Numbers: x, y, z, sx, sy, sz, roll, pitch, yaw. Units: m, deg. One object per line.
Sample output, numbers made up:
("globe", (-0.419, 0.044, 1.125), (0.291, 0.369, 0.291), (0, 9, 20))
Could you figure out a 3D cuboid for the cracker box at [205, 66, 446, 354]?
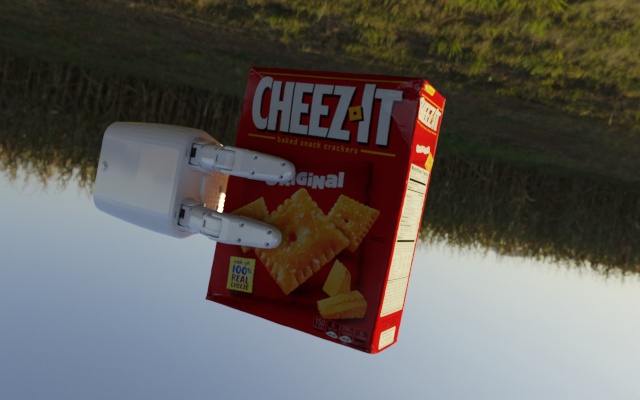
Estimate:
("cracker box", (0.000, 0.002, 0.411), (0.164, 0.213, 0.072), (12, 2, 27))
